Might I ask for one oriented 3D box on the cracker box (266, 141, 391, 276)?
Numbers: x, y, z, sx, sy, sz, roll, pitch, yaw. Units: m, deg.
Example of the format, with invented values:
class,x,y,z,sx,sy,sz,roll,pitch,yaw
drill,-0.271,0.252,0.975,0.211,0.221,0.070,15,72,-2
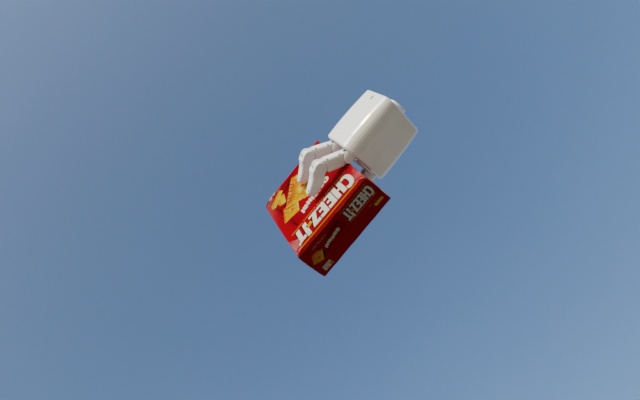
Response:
class,x,y,z,sx,sy,sz,roll,pitch,yaw
cracker box,0.000,0.003,0.820,0.072,0.164,0.213,37,5,-29
